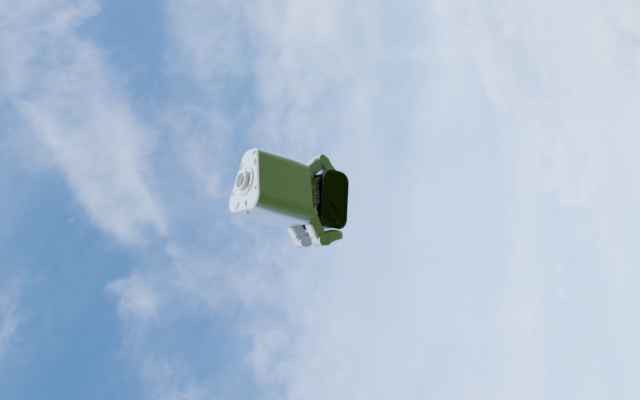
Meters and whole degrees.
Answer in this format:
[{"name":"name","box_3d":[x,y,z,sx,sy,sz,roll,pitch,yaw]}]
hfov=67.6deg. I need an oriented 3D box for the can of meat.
[{"name":"can of meat","box_3d":[0.000,0.003,0.847,0.057,0.102,0.084,12,-15,-38]}]
